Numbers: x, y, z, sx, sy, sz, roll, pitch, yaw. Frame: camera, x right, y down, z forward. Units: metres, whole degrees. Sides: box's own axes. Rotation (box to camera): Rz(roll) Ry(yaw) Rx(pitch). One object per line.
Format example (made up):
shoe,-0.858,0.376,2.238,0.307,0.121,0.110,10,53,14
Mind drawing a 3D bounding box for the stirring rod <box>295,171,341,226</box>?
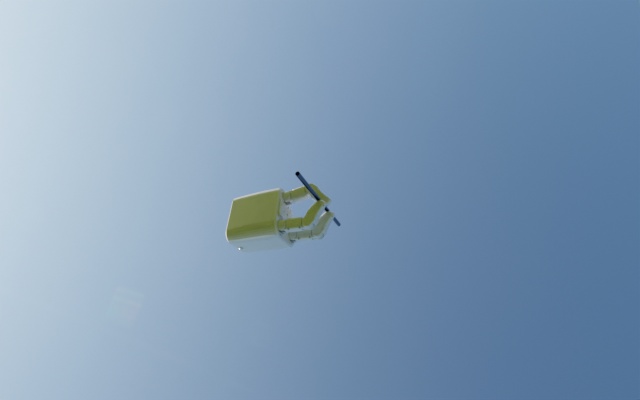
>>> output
stirring rod,0.000,0.003,0.888,0.011,0.011,0.240,0,-23,20
